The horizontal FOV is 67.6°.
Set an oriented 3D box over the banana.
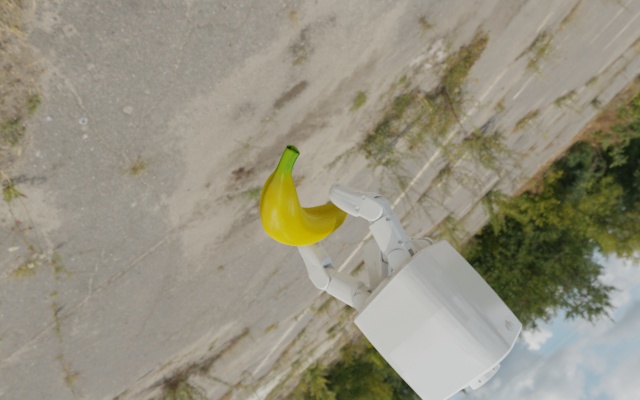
[{"bbox_3d":[-0.014,0.013,0.446,0.069,0.037,0.198,-43,-19,0],"label":"banana"}]
